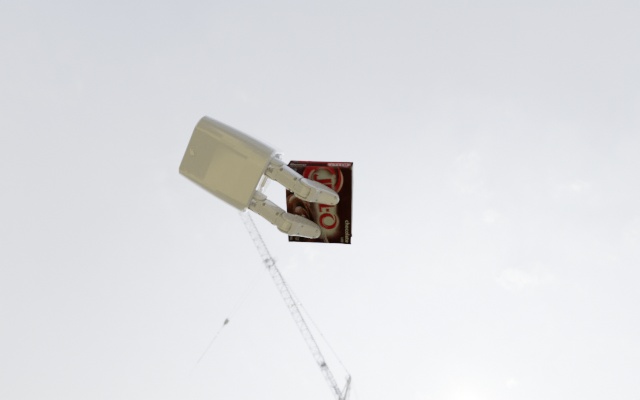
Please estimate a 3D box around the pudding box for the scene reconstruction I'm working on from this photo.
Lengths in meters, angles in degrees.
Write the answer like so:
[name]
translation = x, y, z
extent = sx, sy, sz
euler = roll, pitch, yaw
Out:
[pudding box]
translation = 0.000, 0.002, 0.655
extent = 0.090, 0.113, 0.039
euler = 2, 22, 9
